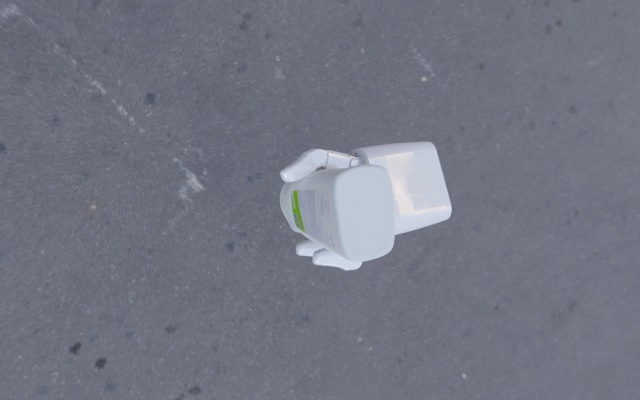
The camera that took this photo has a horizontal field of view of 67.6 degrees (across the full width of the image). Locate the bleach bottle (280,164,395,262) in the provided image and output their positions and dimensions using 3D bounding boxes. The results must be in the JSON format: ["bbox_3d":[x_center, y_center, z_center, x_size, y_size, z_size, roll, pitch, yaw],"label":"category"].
[{"bbox_3d":[0.000,0.002,0.594,0.068,0.102,0.251,-10,10,-21],"label":"bleach bottle"}]
